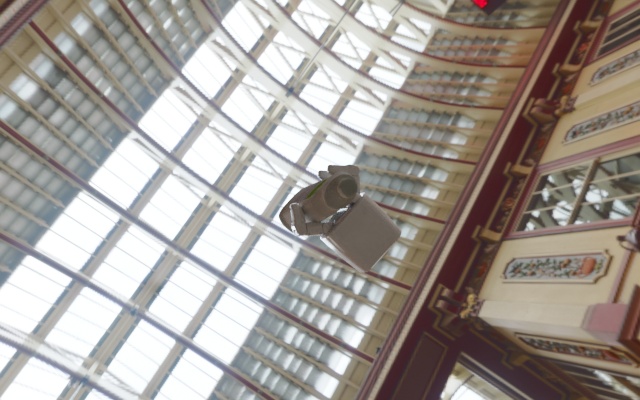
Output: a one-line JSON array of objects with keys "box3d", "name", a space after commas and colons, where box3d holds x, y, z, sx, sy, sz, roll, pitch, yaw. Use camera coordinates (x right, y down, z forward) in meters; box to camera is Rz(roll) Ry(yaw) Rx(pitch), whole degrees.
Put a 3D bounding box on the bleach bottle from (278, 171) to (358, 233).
[{"box3d": [0.000, 0.003, 0.881, 0.068, 0.102, 0.251, 43, -19, -9], "name": "bleach bottle"}]
